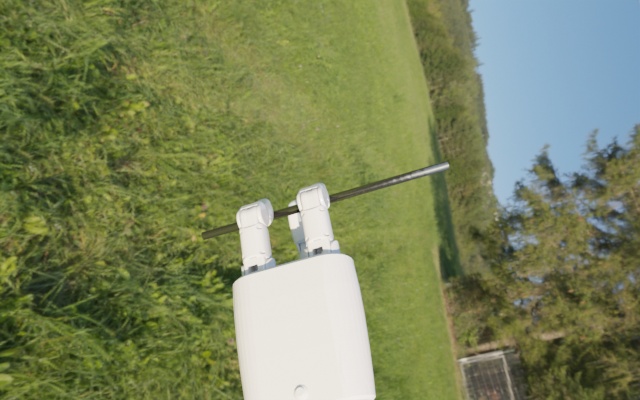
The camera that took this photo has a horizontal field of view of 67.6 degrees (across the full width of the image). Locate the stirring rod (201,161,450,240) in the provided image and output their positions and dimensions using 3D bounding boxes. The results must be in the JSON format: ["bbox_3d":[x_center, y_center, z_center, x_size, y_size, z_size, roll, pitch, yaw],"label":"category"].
[{"bbox_3d":[0.000,0.002,0.445,0.239,0.011,0.011,-16,-3,9],"label":"stirring rod"}]
